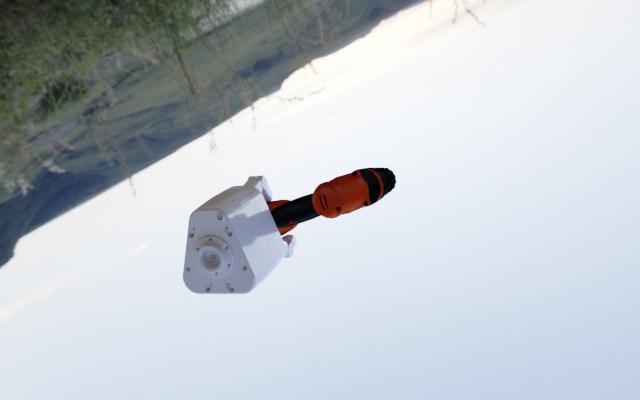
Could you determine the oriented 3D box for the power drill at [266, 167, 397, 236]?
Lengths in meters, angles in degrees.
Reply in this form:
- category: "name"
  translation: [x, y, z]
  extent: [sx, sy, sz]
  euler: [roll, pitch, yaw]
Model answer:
- category: "power drill"
  translation: [0.000, 0.002, 0.676]
  extent: [0.188, 0.057, 0.184]
  euler: [-21, -3, 34]
